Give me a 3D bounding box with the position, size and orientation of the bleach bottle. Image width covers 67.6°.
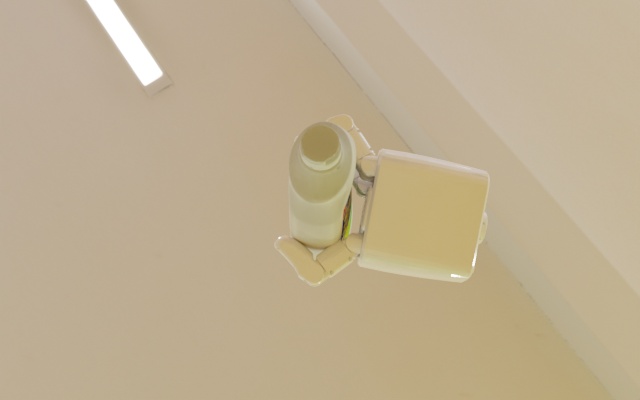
[{"bbox_3d":[0.000,0.001,0.459,0.068,0.102,0.251,11,-16,4],"label":"bleach bottle"}]
